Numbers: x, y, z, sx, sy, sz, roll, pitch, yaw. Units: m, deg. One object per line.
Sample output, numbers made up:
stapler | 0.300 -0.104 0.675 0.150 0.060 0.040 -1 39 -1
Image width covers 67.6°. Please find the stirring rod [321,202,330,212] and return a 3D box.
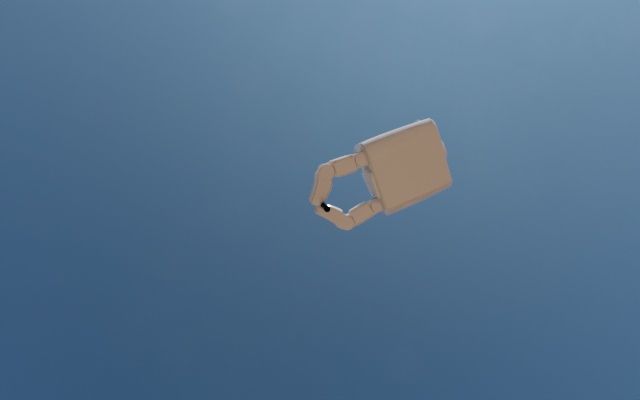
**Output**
stirring rod | 0.000 0.002 0.710 0.011 0.011 0.239 0 4 -4
